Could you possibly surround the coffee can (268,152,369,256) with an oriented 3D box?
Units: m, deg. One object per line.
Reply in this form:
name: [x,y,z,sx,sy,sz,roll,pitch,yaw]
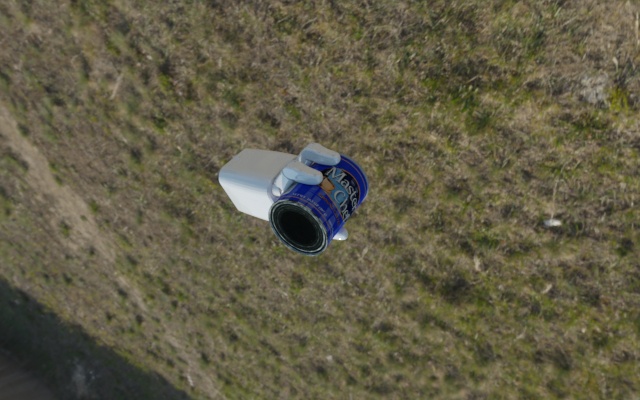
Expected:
coffee can: [0.000,0.002,0.742,0.103,0.103,0.140,0,34,37]
